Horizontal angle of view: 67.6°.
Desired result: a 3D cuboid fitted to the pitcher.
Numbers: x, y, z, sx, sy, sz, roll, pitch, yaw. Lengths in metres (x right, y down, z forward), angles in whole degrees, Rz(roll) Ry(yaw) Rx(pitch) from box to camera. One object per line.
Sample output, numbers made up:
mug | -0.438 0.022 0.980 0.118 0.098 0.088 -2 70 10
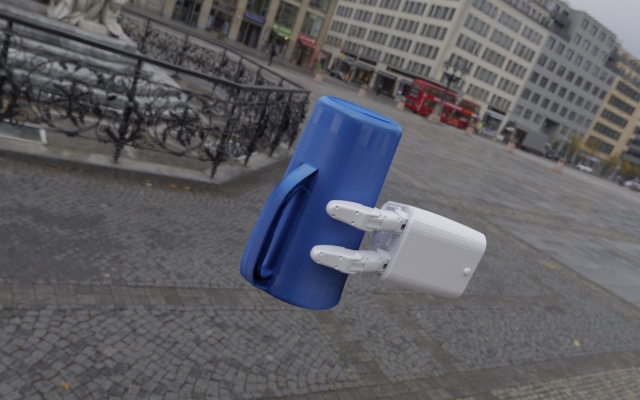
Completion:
pitcher | 0.000 0.002 0.582 0.145 0.243 0.149 19 16 -12
